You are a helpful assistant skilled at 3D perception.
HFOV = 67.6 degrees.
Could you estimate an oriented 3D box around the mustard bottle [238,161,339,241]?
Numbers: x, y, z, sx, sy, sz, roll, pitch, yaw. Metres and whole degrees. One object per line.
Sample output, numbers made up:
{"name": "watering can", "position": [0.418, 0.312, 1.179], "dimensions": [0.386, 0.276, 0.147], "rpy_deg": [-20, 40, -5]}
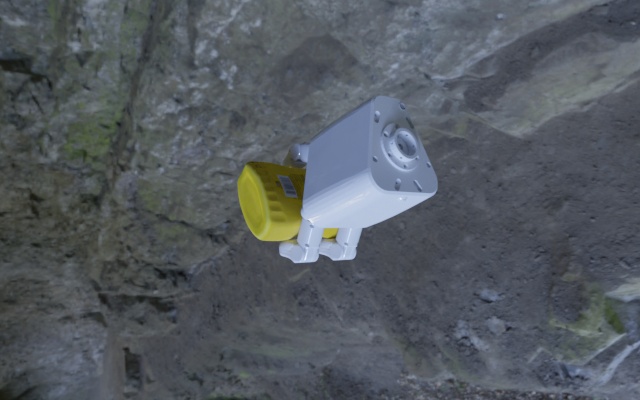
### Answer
{"name": "mustard bottle", "position": [0.000, 0.002, 0.585], "dimensions": [0.191, 0.096, 0.058], "rpy_deg": [2, -43, -36]}
